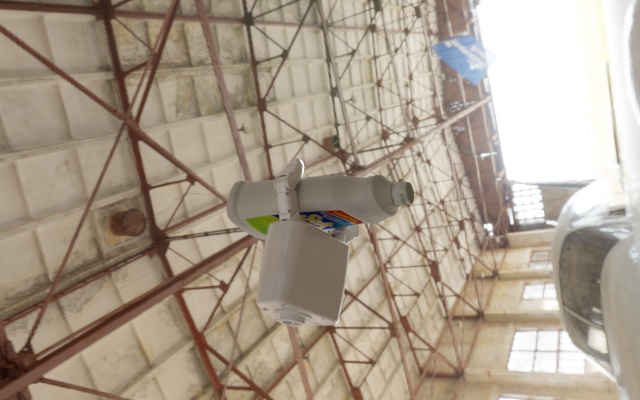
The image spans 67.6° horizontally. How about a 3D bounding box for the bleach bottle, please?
[{"bbox_3d":[0.000,0.002,0.648,0.251,0.068,0.103,-8,-32,30],"label":"bleach bottle"}]
